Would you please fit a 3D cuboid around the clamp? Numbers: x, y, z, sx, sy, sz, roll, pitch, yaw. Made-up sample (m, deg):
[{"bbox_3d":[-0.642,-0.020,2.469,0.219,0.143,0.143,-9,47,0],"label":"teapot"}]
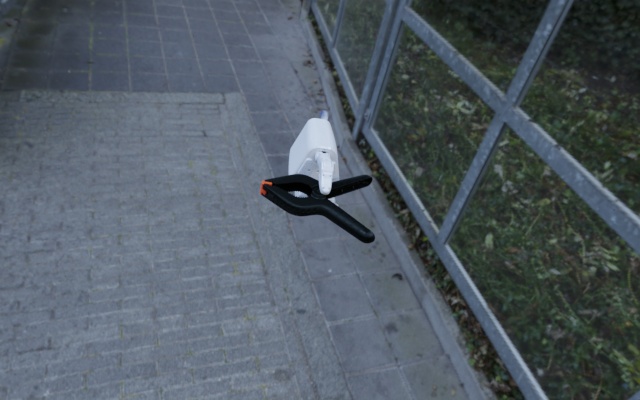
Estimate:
[{"bbox_3d":[0.000,0.002,0.831,0.210,0.036,0.164,6,42,-11],"label":"clamp"}]
